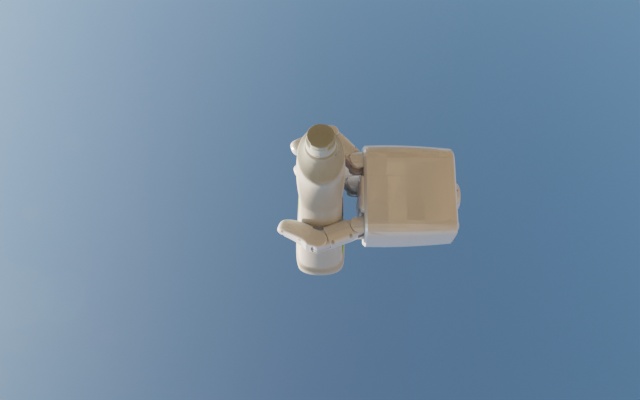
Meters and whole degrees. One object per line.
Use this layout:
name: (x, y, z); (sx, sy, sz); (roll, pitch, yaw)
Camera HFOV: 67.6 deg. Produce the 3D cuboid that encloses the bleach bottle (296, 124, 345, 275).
bleach bottle: (0.000, 0.002, 0.575); (0.068, 0.102, 0.251); (0, -28, 0)
